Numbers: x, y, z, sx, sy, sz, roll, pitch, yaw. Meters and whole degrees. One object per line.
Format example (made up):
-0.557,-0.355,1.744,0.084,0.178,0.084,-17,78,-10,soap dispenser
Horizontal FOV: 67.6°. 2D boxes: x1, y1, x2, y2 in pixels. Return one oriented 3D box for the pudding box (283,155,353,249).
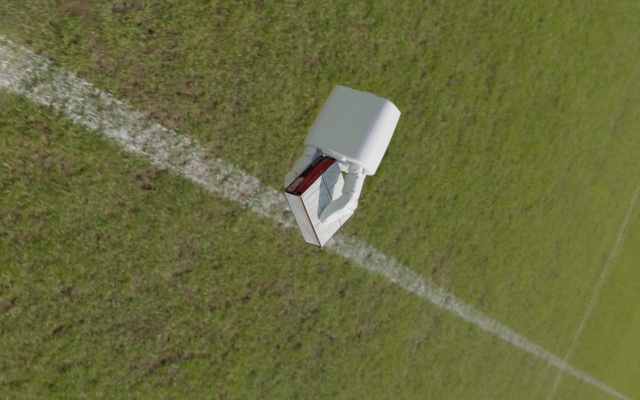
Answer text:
0.000,0.002,0.722,0.039,0.114,0.090,18,51,41,pudding box
